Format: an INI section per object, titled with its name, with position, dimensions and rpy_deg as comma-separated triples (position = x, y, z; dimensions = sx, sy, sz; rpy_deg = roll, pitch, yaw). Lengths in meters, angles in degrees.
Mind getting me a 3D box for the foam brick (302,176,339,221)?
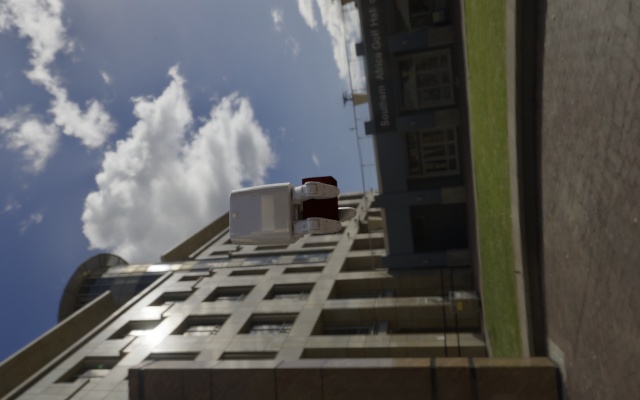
[foam brick]
position = 0.000, 0.002, 0.788
dimensions = 0.051, 0.078, 0.053
rpy_deg = -4, -10, 12
